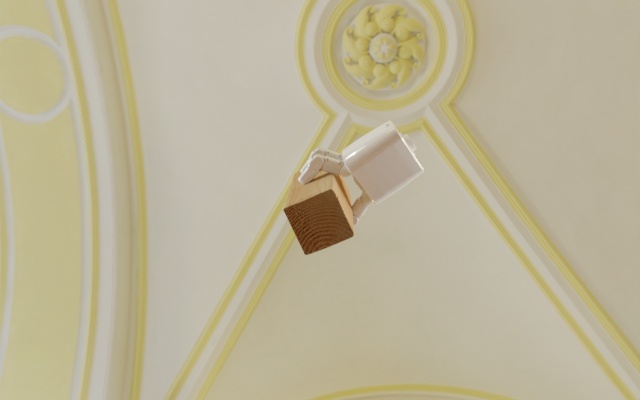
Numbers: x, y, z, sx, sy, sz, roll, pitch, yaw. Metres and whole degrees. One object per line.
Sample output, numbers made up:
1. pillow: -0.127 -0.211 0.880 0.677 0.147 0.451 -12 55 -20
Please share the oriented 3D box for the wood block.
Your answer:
1. wood block: 0.001 0.003 0.853 0.090 0.091 0.206 -23 16 9
